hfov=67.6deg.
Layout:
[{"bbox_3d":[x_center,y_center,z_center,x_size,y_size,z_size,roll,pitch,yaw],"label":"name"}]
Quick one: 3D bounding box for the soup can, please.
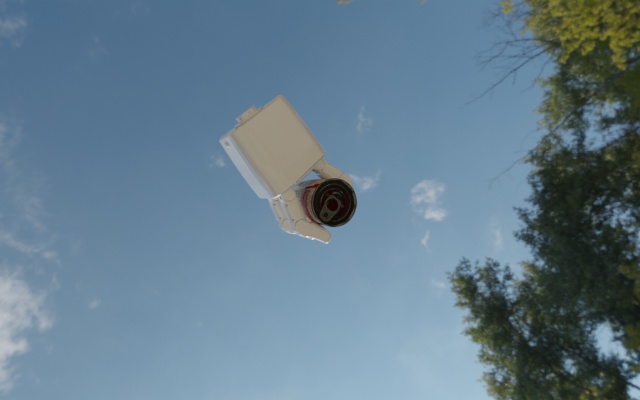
[{"bbox_3d":[0.000,0.003,0.702,0.068,0.068,0.102,0,1,-23],"label":"soup can"}]
